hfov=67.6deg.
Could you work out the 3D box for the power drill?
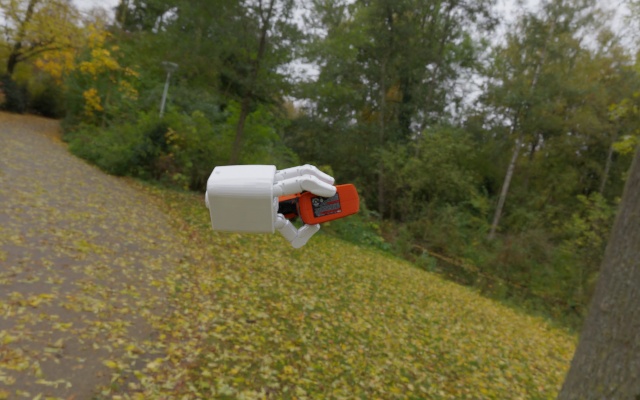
[{"bbox_3d":[0.000,0.003,0.885,0.184,0.057,0.187,-15,4,-19],"label":"power drill"}]
